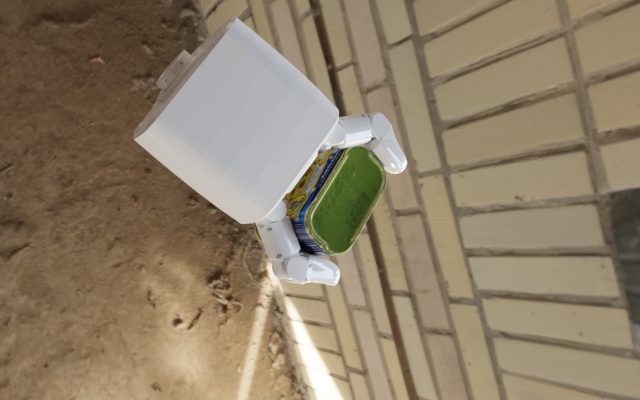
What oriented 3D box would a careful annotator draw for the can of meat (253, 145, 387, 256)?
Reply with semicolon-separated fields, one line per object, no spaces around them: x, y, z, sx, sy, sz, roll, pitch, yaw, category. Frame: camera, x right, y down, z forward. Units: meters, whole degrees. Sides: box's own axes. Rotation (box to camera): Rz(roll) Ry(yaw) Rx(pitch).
0.000;0.001;0.422;0.057;0.102;0.084;43;-27;-24;can of meat
